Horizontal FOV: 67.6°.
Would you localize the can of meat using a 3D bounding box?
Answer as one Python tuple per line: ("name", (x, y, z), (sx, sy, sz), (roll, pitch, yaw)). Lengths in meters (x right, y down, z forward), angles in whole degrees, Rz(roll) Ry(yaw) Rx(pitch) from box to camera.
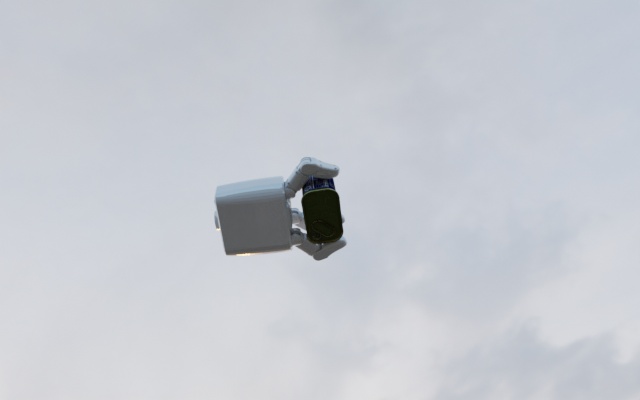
("can of meat", (0.000, 0.002, 0.751), (0.057, 0.102, 0.084), (-9, 36, 0))
